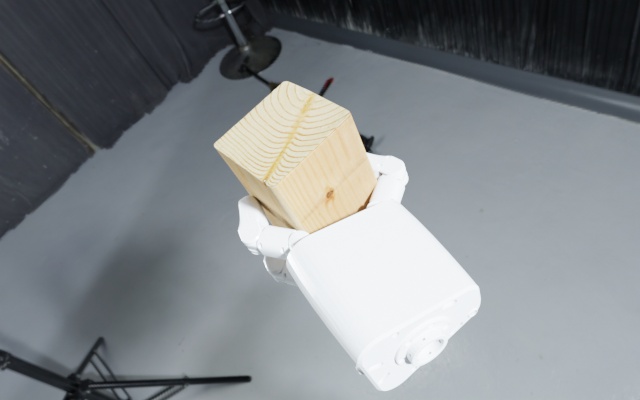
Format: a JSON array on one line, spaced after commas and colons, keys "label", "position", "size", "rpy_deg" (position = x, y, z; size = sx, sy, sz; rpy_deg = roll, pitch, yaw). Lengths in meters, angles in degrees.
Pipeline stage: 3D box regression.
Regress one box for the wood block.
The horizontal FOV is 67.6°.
[{"label": "wood block", "position": [0.001, 0.001, 0.465], "size": [0.090, 0.091, 0.206], "rpy_deg": [34, -17, 38]}]
